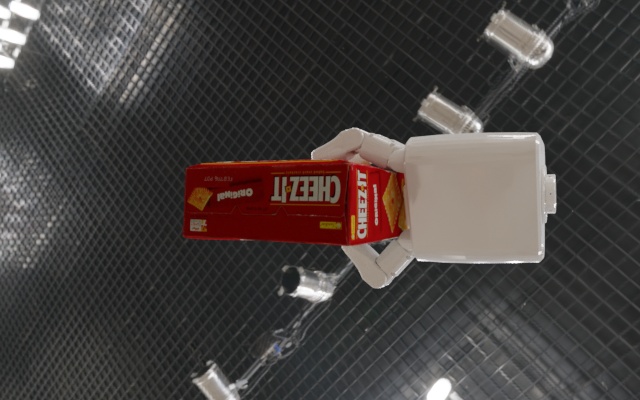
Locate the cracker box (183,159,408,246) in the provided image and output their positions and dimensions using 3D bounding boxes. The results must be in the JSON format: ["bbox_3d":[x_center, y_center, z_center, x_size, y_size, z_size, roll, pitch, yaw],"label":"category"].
[{"bbox_3d":[0.000,0.002,0.473,0.164,0.072,0.214,0,-1,28],"label":"cracker box"}]
